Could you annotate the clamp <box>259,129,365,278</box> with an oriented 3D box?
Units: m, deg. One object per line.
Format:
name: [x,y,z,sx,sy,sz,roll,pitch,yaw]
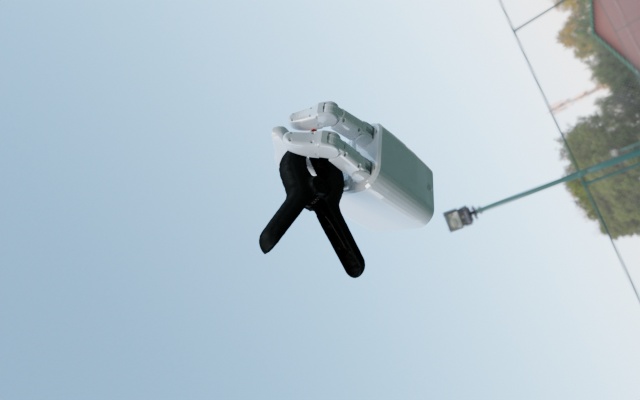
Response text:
clamp: [0.000,0.002,0.510,0.120,0.171,0.039,32,-42,-29]
